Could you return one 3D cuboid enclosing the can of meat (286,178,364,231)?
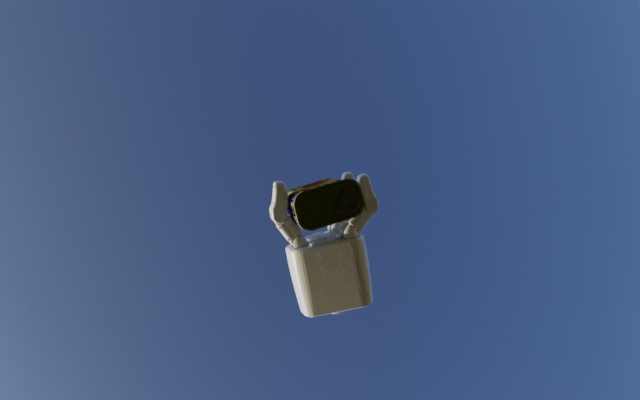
[{"bbox_3d":[0.000,0.002,0.706,0.102,0.057,0.084,-17,10,-16],"label":"can of meat"}]
